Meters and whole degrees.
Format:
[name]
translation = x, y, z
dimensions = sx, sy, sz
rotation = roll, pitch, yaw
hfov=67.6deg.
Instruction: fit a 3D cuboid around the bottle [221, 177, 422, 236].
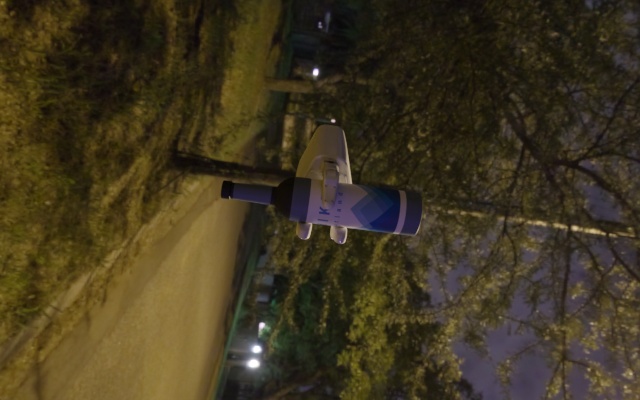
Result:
[bottle]
translation = 0.000, 0.002, 0.718
dimensions = 0.296, 0.069, 0.069
rotation = 7, -1, -4
